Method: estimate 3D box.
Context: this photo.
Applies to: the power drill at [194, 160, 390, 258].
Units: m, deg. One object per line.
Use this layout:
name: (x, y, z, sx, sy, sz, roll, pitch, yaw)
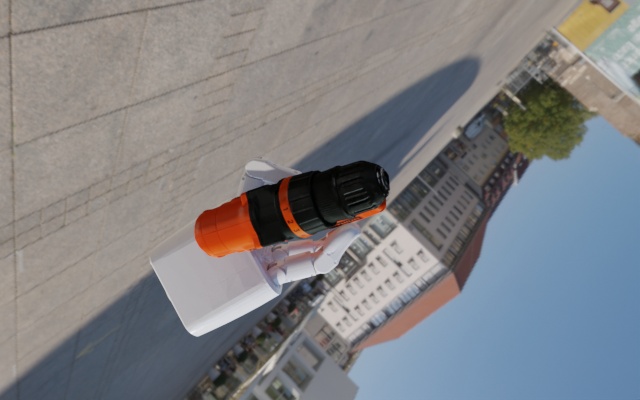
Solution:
power drill: (0.000, 0.002, 0.462, 0.184, 0.057, 0.187, -16, -3, 26)
